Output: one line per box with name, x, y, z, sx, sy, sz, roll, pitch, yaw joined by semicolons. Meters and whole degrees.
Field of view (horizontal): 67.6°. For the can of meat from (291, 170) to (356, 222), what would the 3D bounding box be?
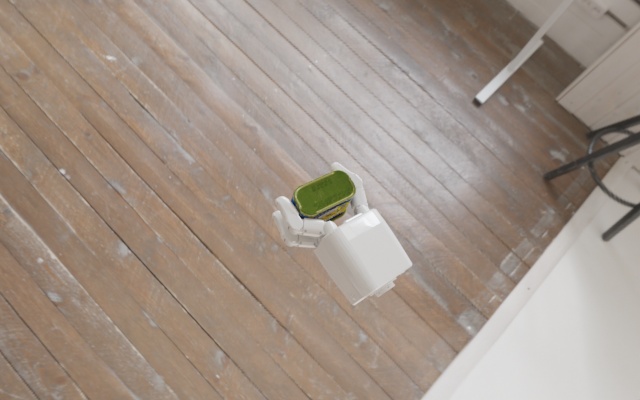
can of meat;0.000;0.002;0.746;0.102;0.057;0.084;-26;-14;-19
